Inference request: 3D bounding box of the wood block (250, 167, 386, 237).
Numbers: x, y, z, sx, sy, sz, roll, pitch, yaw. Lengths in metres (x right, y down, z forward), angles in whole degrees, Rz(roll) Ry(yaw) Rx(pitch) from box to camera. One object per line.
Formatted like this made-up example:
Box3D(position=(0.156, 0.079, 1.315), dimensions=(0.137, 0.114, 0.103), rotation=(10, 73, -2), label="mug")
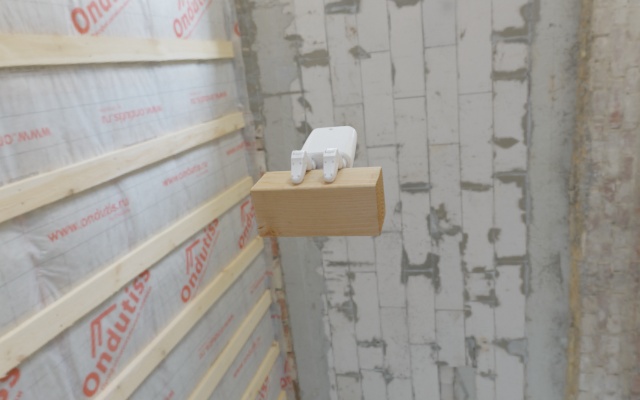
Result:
Box3D(position=(0.000, 0.003, 0.806), dimensions=(0.206, 0.091, 0.090), rotation=(-2, 24, 15), label="wood block")
